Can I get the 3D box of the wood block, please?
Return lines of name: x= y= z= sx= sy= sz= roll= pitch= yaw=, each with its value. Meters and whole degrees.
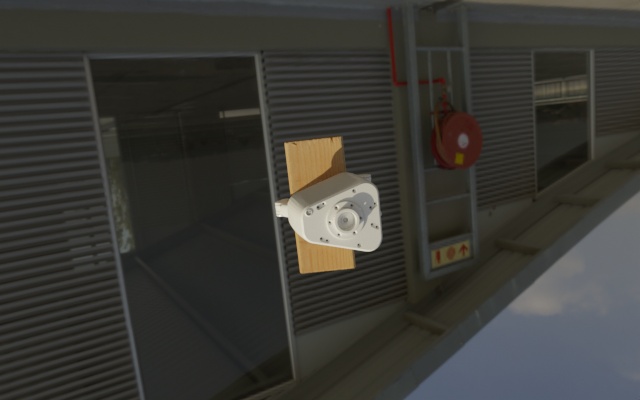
wood block: x=0.000 y=0.003 z=0.773 sx=0.091 sy=0.206 sz=0.090 roll=-6 pitch=9 yaw=0
